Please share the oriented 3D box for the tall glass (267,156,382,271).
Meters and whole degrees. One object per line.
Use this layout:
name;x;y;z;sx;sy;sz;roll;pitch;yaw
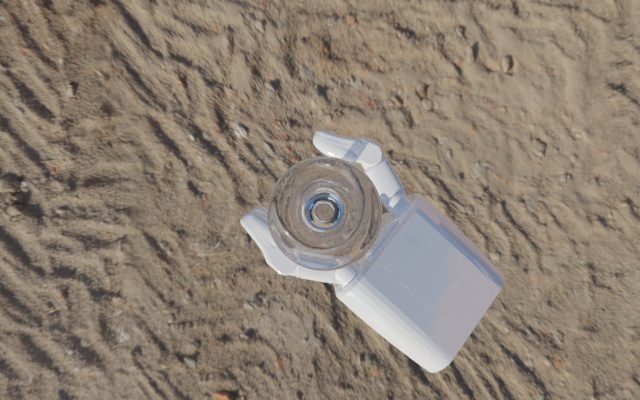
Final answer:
tall glass;0.000;0.001;0.404;0.079;0.079;0.201;0;5;-2
